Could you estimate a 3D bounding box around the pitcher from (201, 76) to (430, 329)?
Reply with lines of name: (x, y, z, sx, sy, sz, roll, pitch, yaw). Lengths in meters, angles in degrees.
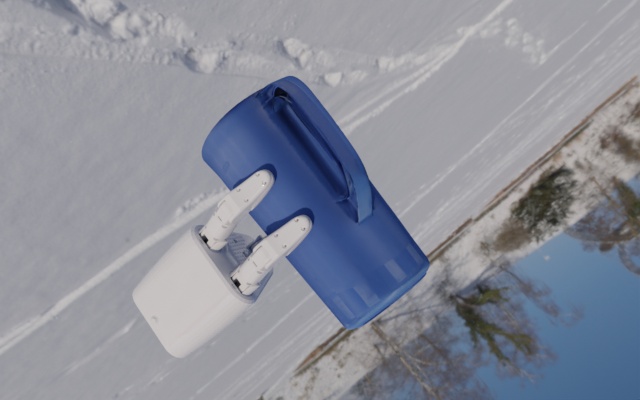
pitcher: (0.000, 0.002, 0.487, 0.145, 0.243, 0.149, -41, -11, 14)
